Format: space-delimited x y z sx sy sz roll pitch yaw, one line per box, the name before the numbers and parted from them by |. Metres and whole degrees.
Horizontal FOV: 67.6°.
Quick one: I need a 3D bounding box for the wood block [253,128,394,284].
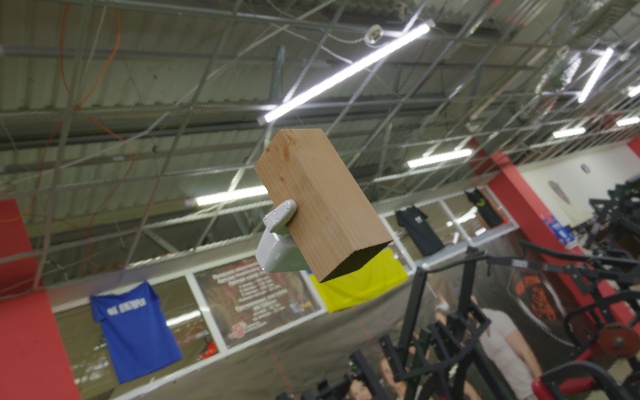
wood block | 0.000 0.002 0.693 0.091 0.206 0.090 -10 -29 -45
